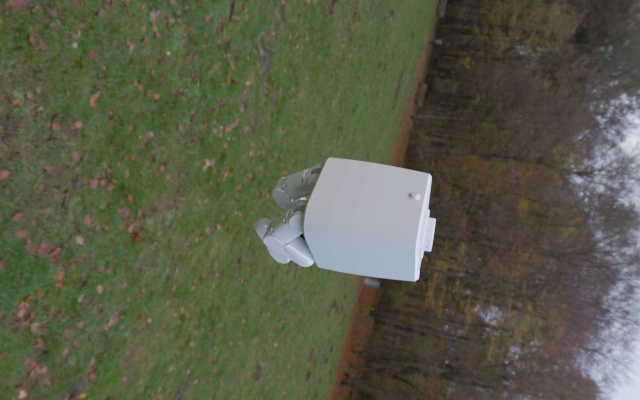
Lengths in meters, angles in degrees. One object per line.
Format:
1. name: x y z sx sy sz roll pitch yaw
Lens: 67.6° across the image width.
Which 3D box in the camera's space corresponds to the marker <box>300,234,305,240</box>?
1. marker: 0.000 0.002 0.536 0.020 0.020 0.121 0 44 23
